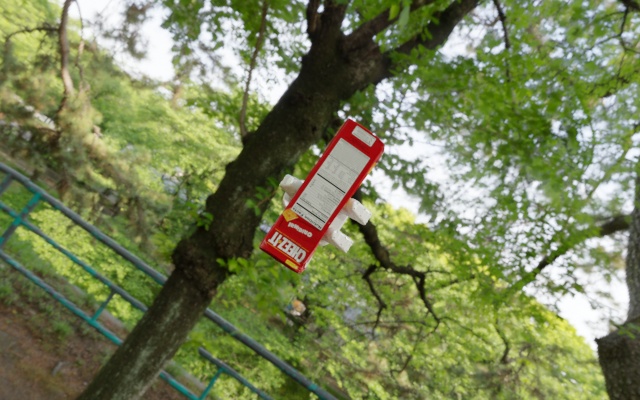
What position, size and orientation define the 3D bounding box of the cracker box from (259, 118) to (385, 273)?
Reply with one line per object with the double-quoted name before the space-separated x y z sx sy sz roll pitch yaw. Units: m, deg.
"cracker box" 0.000 0.002 0.703 0.072 0.213 0.164 34 -9 0
